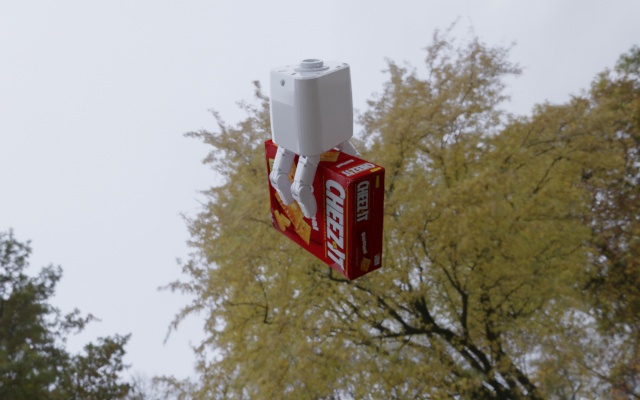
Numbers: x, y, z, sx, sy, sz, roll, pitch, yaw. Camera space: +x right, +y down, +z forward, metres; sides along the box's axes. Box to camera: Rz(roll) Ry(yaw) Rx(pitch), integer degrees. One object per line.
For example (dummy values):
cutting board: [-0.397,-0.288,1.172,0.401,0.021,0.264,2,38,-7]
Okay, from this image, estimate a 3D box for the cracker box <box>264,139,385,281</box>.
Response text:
cracker box: [0.000,0.002,0.741,0.072,0.164,0.213,-20,32,-32]
